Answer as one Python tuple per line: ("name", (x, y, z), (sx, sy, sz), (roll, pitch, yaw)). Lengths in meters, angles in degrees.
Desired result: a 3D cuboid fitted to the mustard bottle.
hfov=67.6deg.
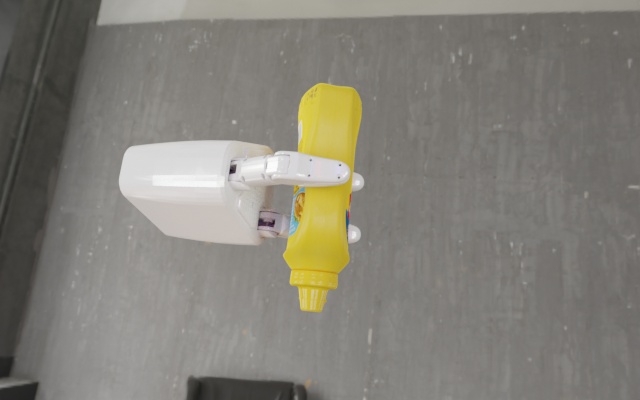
("mustard bottle", (0.000, 0.001, 0.428), (0.058, 0.191, 0.096), (7, -13, -7))
